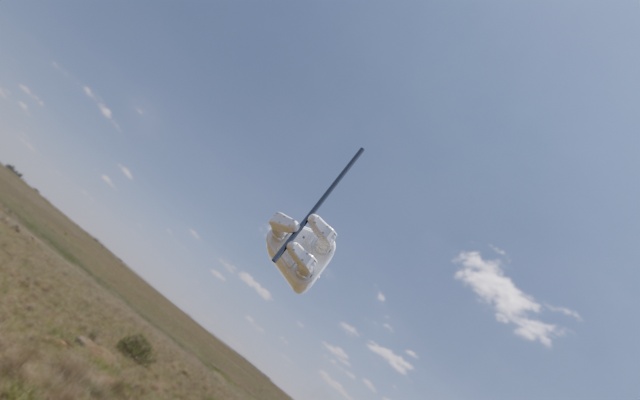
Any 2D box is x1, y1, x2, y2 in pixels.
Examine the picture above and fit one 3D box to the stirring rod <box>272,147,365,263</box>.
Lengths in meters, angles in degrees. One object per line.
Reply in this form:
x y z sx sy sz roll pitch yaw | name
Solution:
0.000 0.003 0.752 0.011 0.239 0.011 33 -22 15 | stirring rod
